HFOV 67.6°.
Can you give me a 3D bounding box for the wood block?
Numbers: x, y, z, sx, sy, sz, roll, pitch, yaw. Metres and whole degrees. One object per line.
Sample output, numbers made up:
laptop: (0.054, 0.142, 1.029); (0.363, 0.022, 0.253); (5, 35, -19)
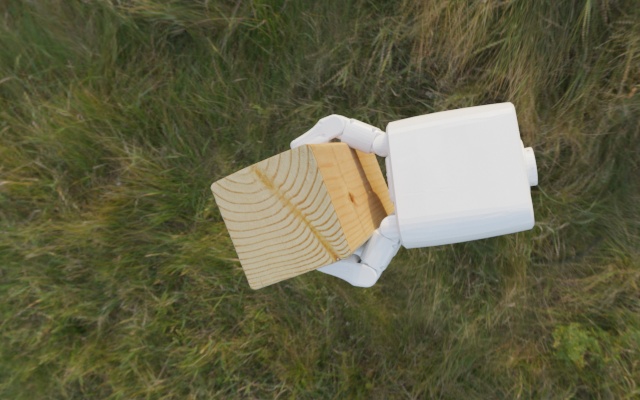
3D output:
wood block: (0.000, 0.001, 0.451); (0.090, 0.091, 0.206); (-21, 0, 19)
